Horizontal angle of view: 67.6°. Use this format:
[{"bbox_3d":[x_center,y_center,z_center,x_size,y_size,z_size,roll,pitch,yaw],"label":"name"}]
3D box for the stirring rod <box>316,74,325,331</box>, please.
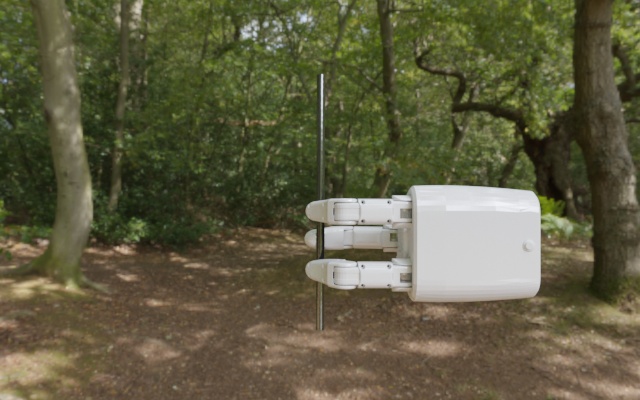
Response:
[{"bbox_3d":[0.000,0.002,0.452,0.011,0.239,0.011,0,0,0],"label":"stirring rod"}]
